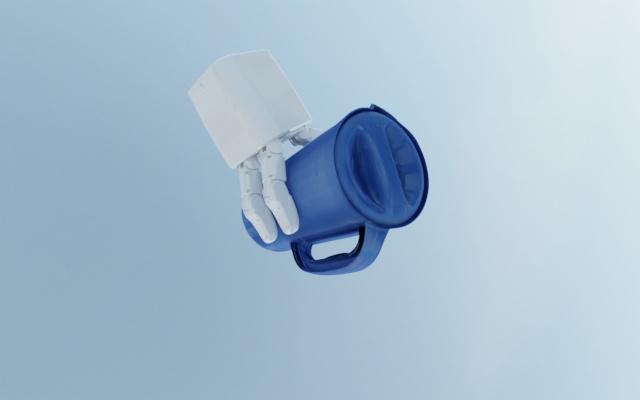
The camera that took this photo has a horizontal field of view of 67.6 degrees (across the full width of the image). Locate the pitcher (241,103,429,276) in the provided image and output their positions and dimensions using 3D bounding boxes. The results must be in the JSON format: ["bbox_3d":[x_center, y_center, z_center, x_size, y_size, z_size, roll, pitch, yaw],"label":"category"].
[{"bbox_3d":[0.000,0.002,0.582,0.149,0.145,0.243,-37,8,-38],"label":"pitcher"}]
